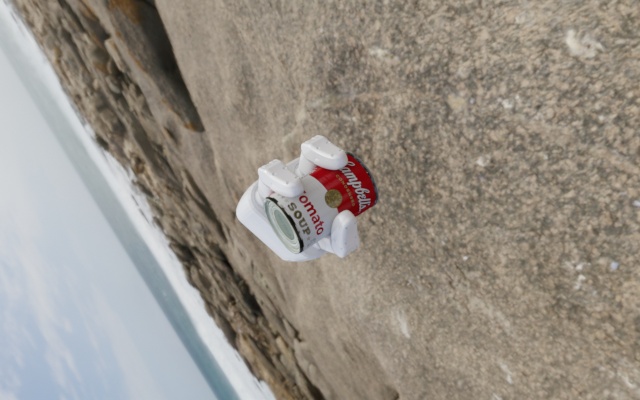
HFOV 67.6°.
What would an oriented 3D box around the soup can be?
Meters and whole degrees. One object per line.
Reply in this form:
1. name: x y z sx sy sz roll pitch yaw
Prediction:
1. soup can: 0.000 0.002 0.496 0.102 0.068 0.068 -32 13 -22
